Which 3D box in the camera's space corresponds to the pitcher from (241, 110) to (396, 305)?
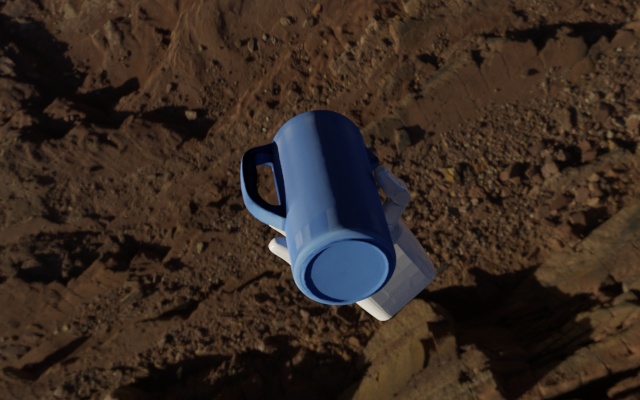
[{"bbox_3d":[0.000,0.002,0.573,0.149,0.145,0.242,-33,34,15],"label":"pitcher"}]
